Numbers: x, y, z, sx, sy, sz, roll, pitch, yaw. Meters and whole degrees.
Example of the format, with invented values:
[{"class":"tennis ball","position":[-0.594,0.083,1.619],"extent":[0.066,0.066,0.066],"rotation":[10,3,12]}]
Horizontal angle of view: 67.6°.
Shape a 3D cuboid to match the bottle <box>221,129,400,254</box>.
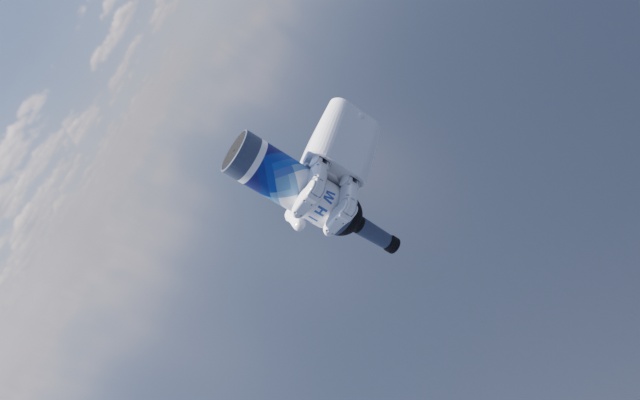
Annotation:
[{"class":"bottle","position":[0.000,0.002,0.697],"extent":[0.296,0.069,0.069],"rotation":[31,-13,-22]}]
